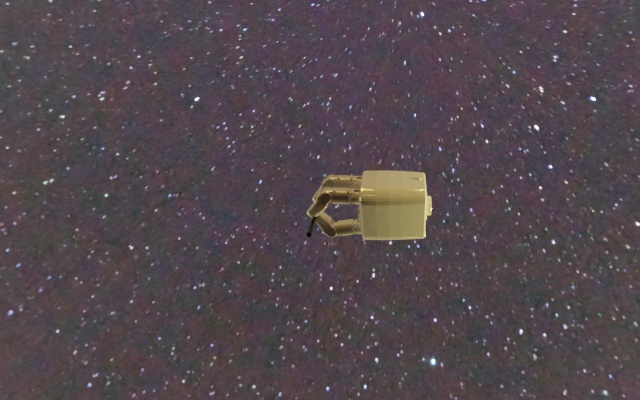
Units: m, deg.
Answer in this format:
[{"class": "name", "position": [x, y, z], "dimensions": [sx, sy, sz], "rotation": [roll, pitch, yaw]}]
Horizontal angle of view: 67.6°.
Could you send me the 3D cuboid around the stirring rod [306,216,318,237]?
[{"class": "stirring rod", "position": [0.000, 0.003, 0.858], "dimensions": [0.011, 0.011, 0.239], "rotation": [0, 25, 10]}]
